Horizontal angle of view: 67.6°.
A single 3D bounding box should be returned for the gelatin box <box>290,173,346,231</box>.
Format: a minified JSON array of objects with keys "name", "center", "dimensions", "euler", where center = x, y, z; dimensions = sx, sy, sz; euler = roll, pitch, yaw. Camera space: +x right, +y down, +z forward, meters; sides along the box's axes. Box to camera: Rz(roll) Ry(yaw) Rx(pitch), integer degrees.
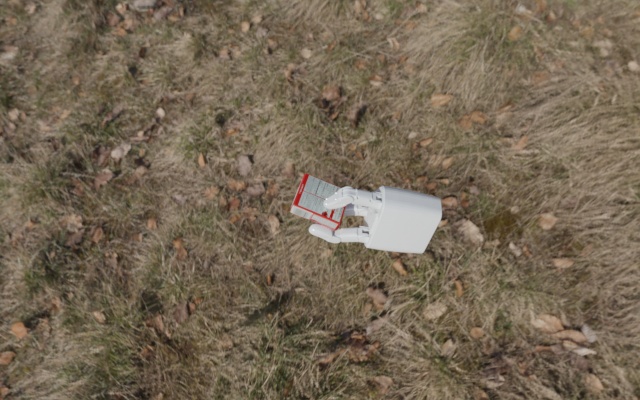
[{"name":"gelatin box","center":[0.000,0.002,0.828],"dimensions":[0.089,0.073,0.030],"euler":[23,-35,-5]}]
